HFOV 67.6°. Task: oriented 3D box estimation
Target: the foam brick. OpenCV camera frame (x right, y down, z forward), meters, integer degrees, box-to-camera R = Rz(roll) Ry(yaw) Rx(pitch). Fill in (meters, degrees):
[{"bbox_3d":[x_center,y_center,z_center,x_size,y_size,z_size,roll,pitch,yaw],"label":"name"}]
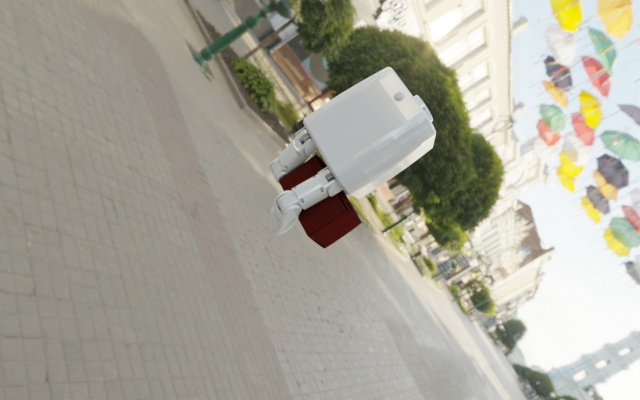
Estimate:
[{"bbox_3d":[0.000,0.002,0.515,0.051,0.078,0.053,-32,-25,7],"label":"foam brick"}]
